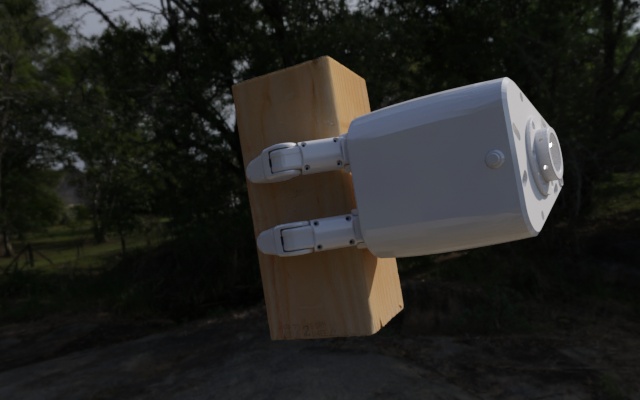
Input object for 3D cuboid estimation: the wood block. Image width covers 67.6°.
[{"bbox_3d":[0.001,0.001,0.402,0.090,0.206,0.091,-10,-3,24],"label":"wood block"}]
